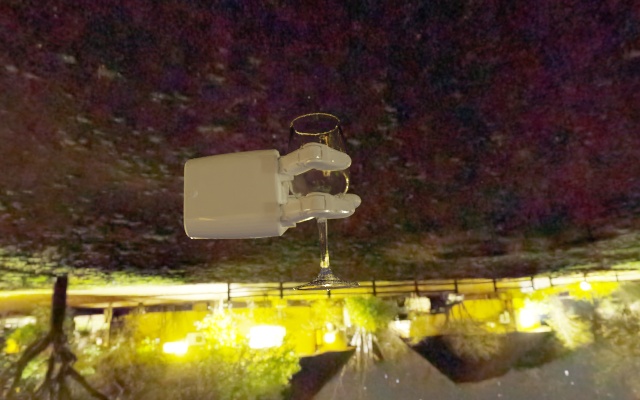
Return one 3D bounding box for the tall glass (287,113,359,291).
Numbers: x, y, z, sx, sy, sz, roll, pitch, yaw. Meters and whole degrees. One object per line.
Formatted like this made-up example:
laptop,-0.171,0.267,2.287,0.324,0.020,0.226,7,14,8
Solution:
tall glass,0.000,0.003,0.563,0.079,0.201,0.079,-3,-15,-1
